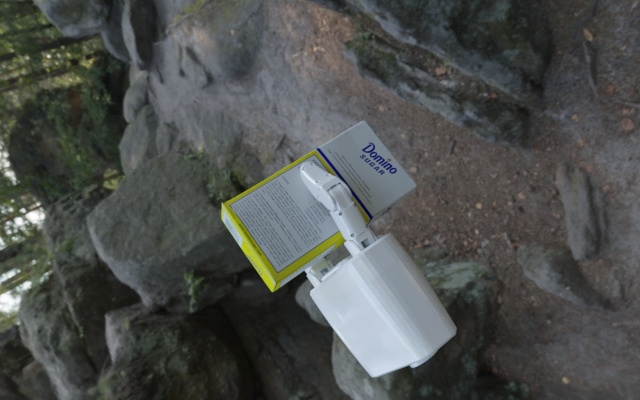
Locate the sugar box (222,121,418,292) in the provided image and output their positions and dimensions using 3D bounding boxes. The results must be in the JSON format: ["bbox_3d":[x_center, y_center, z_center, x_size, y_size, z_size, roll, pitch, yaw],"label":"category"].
[{"bbox_3d":[0.000,0.002,0.476,0.176,0.093,0.048,-31,-13,-22],"label":"sugar box"}]
